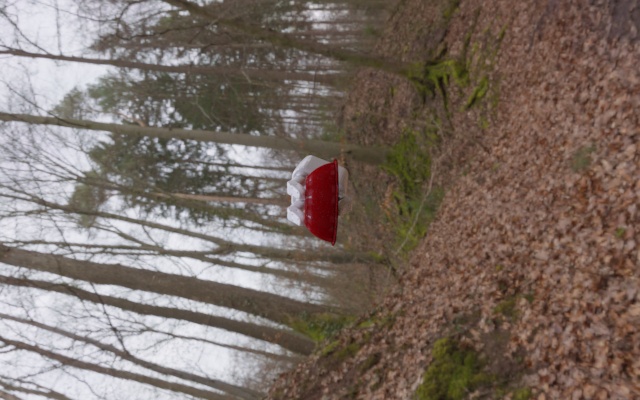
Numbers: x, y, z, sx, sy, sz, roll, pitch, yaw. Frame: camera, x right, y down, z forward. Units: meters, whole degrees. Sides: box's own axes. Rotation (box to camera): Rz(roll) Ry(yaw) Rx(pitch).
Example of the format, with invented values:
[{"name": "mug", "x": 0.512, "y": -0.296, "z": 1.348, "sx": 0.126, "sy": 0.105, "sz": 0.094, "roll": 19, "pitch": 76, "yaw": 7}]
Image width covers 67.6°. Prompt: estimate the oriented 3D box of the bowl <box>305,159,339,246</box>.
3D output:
[{"name": "bowl", "x": 0.000, "y": 0.003, "z": 0.877, "sx": 0.055, "sy": 0.162, "sz": 0.162, "roll": 2, "pitch": 0, "yaw": -3}]
